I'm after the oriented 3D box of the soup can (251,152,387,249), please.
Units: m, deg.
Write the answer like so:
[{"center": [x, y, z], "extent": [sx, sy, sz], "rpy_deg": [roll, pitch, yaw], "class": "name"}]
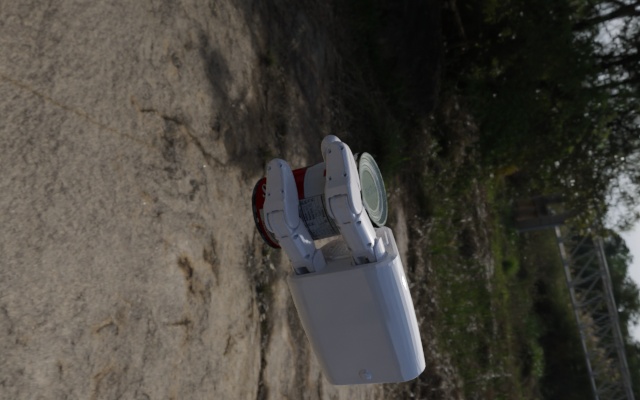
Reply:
[{"center": [0.000, 0.001, 0.422], "extent": [0.102, 0.068, 0.068], "rpy_deg": [-13, -6, 24], "class": "soup can"}]
